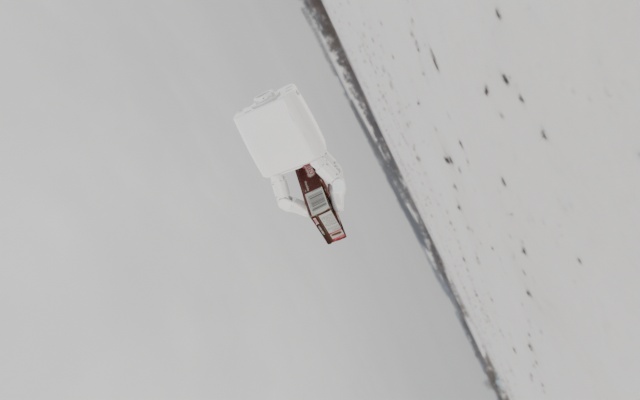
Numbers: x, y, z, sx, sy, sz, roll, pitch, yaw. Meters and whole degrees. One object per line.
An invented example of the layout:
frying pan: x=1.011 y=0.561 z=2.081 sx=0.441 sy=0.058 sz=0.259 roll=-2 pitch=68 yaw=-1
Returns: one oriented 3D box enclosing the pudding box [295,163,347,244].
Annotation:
pudding box: x=0.000 y=0.003 z=0.788 sx=0.039 sy=0.113 sz=0.090 roll=-23 pitch=-40 yaw=7
